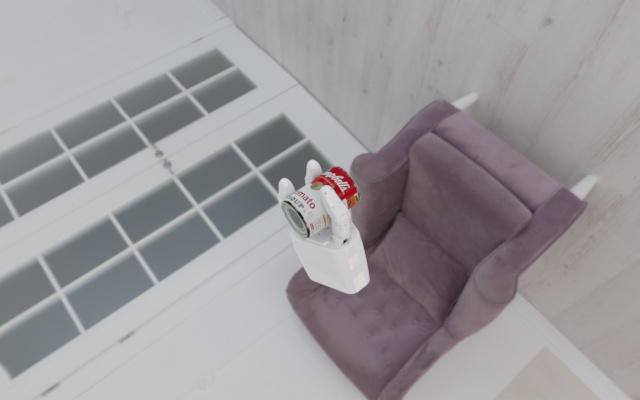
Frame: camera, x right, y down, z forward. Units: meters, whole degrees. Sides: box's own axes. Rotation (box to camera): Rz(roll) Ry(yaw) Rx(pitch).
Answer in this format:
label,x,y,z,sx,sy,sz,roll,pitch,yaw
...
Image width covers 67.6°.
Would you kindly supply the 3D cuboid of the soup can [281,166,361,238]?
label,x,y,z,sx,sy,sz,roll,pitch,yaw
soup can,0.000,0.002,0.719,0.102,0.068,0.068,-34,13,-21
